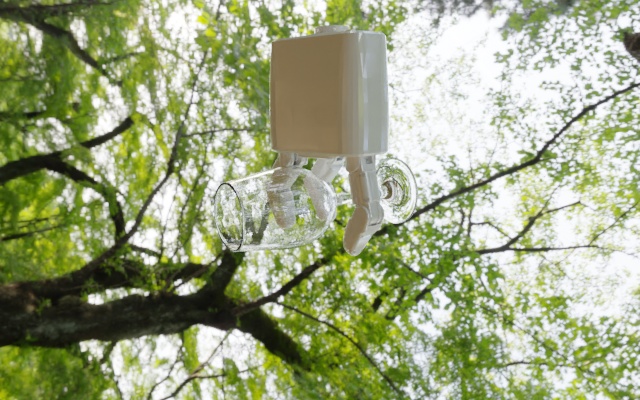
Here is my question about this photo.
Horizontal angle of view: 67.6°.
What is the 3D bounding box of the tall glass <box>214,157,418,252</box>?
[{"bbox_3d":[0.001,0.002,0.473,0.201,0.079,0.079,-10,5,-35],"label":"tall glass"}]
